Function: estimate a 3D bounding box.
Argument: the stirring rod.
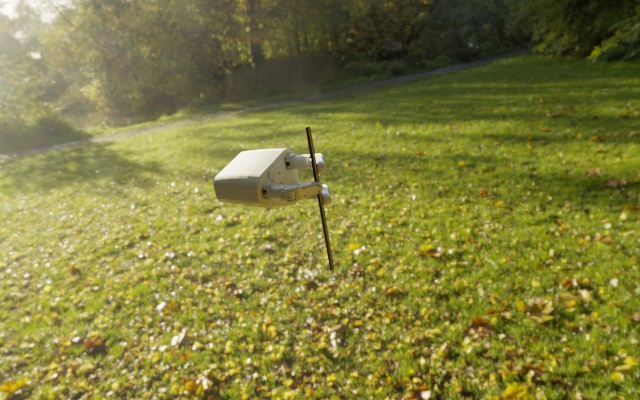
[{"bbox_3d":[0.000,0.003,0.756,0.011,0.240,0.011,-9,19,3],"label":"stirring rod"}]
